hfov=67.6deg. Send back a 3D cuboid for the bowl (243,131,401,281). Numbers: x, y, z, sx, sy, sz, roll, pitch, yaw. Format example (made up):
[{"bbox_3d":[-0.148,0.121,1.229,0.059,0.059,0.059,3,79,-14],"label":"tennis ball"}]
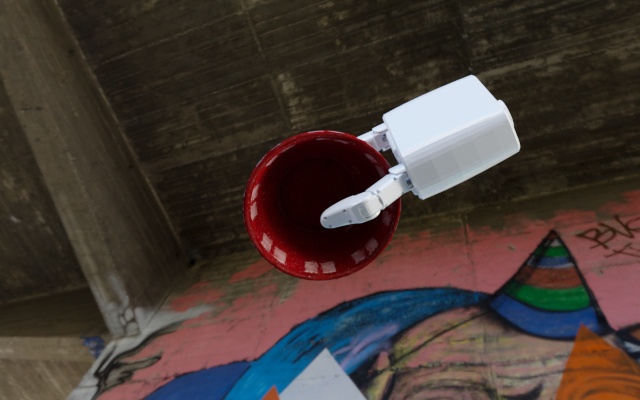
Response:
[{"bbox_3d":[-0.001,0.002,0.509,0.162,0.162,0.055,0,18,-6],"label":"bowl"}]
